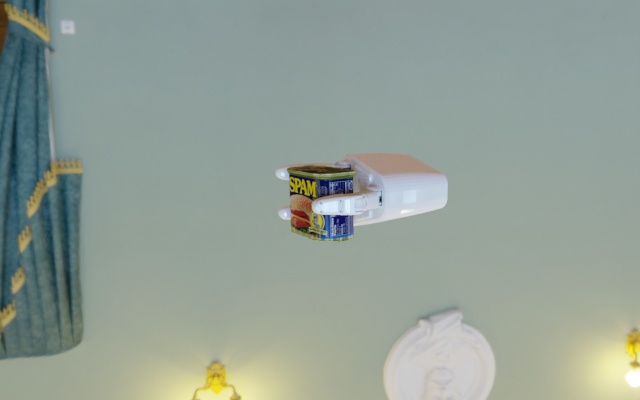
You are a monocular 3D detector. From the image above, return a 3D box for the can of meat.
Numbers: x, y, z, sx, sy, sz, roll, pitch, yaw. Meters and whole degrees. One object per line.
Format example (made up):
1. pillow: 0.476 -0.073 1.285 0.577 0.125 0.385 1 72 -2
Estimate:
1. can of meat: 0.000 0.002 0.603 0.057 0.084 0.102 -7 11 -30
